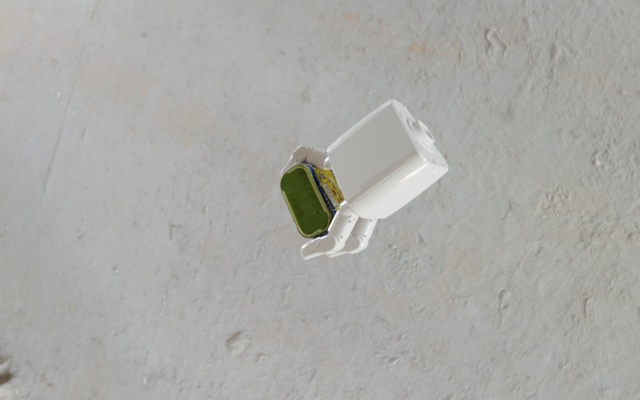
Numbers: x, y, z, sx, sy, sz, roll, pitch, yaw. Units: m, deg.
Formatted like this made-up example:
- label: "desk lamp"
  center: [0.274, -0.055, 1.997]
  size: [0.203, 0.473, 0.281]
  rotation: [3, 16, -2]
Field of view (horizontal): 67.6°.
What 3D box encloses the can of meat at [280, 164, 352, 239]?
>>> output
- label: "can of meat"
  center: [0.000, 0.002, 0.641]
  size: [0.057, 0.102, 0.084]
  rotation: [-34, -19, 26]
